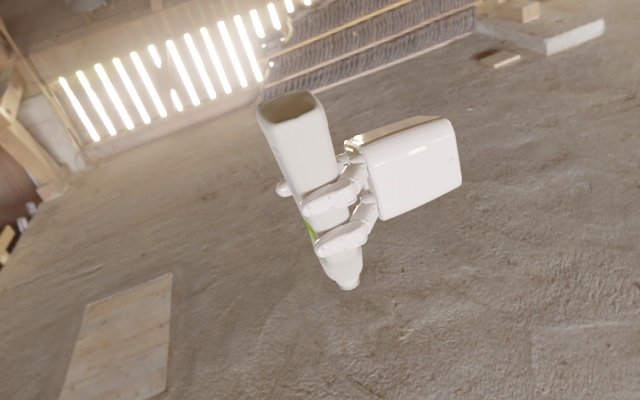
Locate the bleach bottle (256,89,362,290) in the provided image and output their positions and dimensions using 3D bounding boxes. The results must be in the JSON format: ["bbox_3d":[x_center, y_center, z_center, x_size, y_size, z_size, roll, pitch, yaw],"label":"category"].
[{"bbox_3d":[0.000,0.002,0.569,0.068,0.251,0.102,-22,31,-5],"label":"bleach bottle"}]
